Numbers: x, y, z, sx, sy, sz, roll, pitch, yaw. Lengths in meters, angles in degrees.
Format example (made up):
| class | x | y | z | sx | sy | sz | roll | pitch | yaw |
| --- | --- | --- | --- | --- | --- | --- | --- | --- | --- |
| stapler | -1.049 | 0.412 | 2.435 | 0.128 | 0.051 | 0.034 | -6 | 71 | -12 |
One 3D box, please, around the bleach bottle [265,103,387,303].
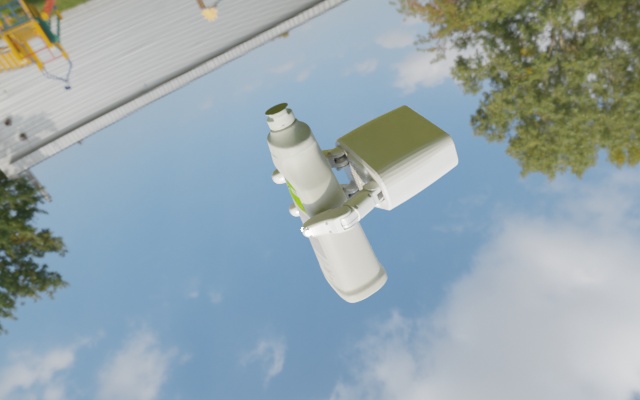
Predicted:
| class | x | y | z | sx | sy | sz | roll | pitch | yaw |
| --- | --- | --- | --- | --- | --- | --- | --- | --- | --- |
| bleach bottle | 0.000 | 0.002 | 0.579 | 0.068 | 0.251 | 0.102 | -31 | 30 | -12 |
